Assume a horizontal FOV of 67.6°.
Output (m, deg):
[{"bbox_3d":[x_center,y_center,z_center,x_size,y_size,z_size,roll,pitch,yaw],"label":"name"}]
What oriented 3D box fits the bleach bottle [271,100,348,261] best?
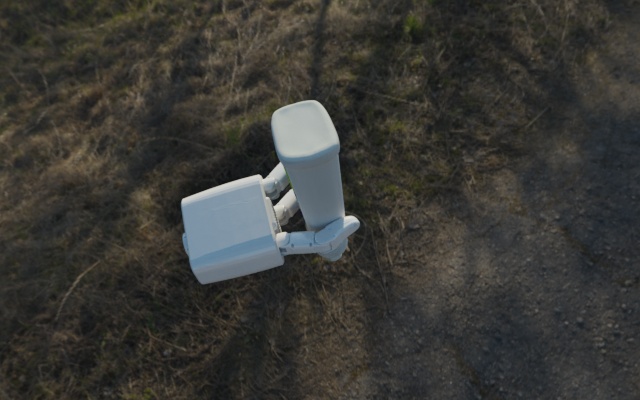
[{"bbox_3d":[0.000,0.002,0.608,0.068,0.102,0.251,-16,-42,-2],"label":"bleach bottle"}]
